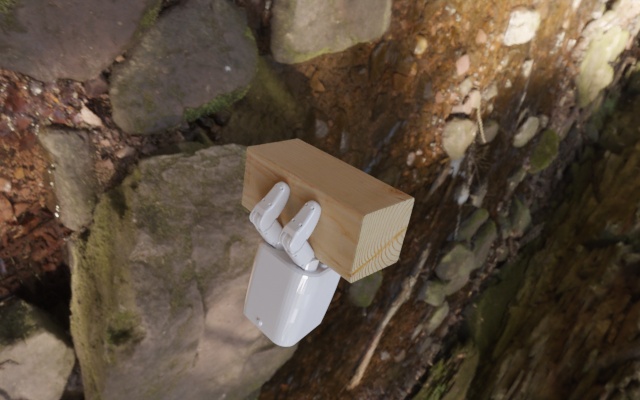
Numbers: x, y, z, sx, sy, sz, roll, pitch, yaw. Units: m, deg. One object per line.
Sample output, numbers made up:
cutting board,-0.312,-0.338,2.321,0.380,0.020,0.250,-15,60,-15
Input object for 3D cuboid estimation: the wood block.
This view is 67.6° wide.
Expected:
wood block,0.000,0.002,0.597,0.091,0.090,0.206,-16,35,-42
